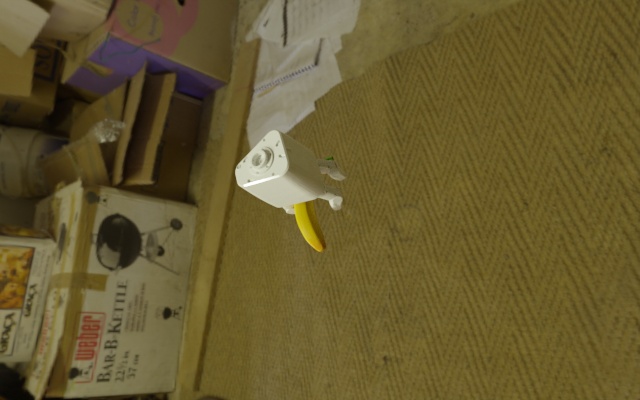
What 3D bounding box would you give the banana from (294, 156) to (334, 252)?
[{"bbox_3d":[-0.018,0.000,0.898,0.069,0.197,0.037,-1,-24,16],"label":"banana"}]
